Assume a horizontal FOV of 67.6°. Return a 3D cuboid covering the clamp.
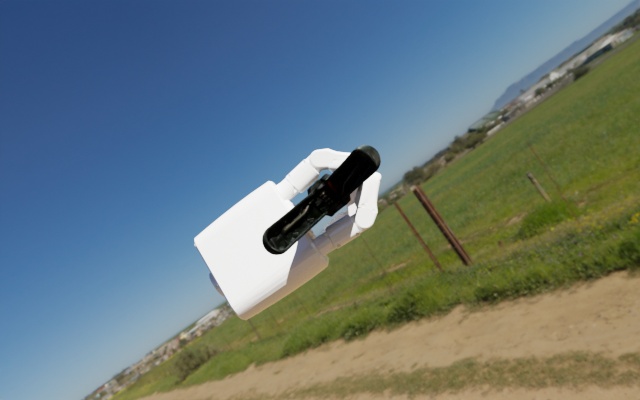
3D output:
[{"bbox_3d":[0.000,0.001,0.452,0.120,0.039,0.171,-36,-3,0],"label":"clamp"}]
